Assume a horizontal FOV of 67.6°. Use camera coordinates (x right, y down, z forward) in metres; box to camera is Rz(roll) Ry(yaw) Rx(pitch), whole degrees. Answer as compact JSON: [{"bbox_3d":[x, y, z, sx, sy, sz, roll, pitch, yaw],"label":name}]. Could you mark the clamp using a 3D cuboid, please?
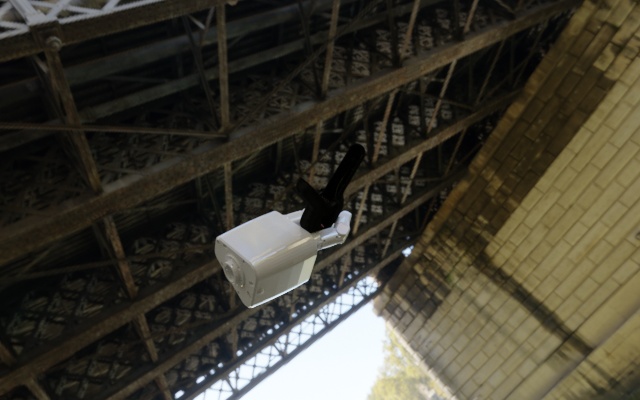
[{"bbox_3d":[0.000,0.002,0.682,0.120,0.172,0.039,-23,55,-36],"label":"clamp"}]
